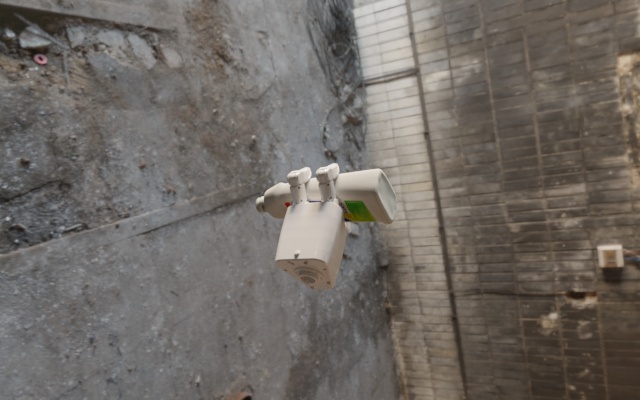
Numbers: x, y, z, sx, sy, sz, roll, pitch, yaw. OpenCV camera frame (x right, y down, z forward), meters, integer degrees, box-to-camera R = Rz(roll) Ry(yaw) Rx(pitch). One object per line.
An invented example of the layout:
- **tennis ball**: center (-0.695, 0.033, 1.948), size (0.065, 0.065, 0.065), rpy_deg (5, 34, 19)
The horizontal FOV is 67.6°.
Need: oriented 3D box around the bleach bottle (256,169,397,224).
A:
- **bleach bottle**: center (0.000, 0.003, 0.850), size (0.251, 0.068, 0.103), rpy_deg (-6, -37, 27)
